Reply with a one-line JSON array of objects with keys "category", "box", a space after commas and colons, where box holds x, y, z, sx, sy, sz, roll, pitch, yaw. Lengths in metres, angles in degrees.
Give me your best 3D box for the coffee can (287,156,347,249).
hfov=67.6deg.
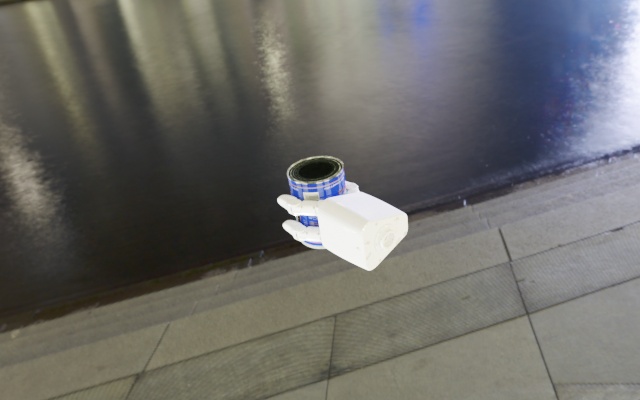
[{"category": "coffee can", "box": [0.000, 0.003, 0.881, 0.103, 0.140, 0.102, -7, 30, 4]}]
